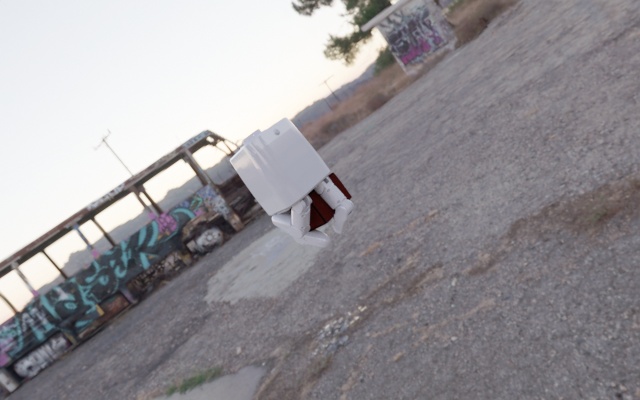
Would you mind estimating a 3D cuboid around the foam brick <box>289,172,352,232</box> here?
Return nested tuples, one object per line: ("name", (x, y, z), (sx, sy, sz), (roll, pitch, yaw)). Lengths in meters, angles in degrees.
("foam brick", (0.000, 0.002, 0.737), (0.053, 0.051, 0.078), (-29, 11, 47))
